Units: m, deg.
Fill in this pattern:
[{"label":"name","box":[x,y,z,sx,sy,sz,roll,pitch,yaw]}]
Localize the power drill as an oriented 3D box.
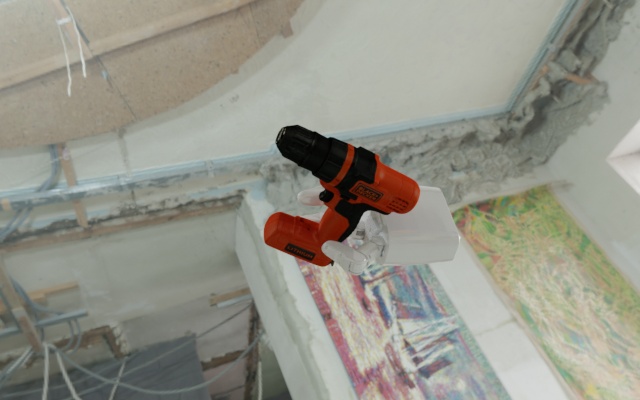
[{"label":"power drill","box":[0.000,0.002,0.594,0.184,0.057,0.188,25,-44,-17]}]
